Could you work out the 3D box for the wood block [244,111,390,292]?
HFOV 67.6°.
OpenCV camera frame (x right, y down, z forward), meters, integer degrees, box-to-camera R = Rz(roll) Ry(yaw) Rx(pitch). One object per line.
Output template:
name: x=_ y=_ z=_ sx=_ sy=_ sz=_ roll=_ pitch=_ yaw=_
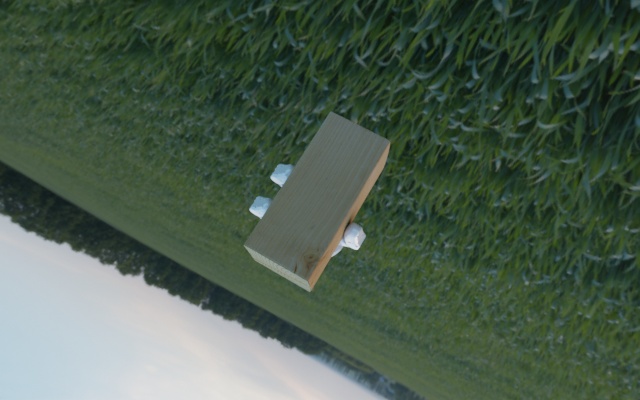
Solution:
wood block: x=0.000 y=0.002 z=0.622 sx=0.091 sy=0.206 sz=0.090 roll=28 pitch=-16 yaw=10
